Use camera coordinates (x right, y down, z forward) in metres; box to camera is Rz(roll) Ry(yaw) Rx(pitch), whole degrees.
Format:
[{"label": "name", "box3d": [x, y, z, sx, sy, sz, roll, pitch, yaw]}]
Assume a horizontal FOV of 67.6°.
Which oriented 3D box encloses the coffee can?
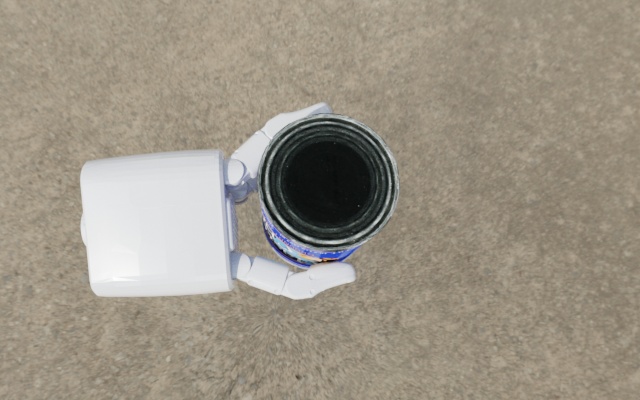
[{"label": "coffee can", "box3d": [0.000, 0.001, 0.405, 0.103, 0.102, 0.140, 0, -13, -5]}]
